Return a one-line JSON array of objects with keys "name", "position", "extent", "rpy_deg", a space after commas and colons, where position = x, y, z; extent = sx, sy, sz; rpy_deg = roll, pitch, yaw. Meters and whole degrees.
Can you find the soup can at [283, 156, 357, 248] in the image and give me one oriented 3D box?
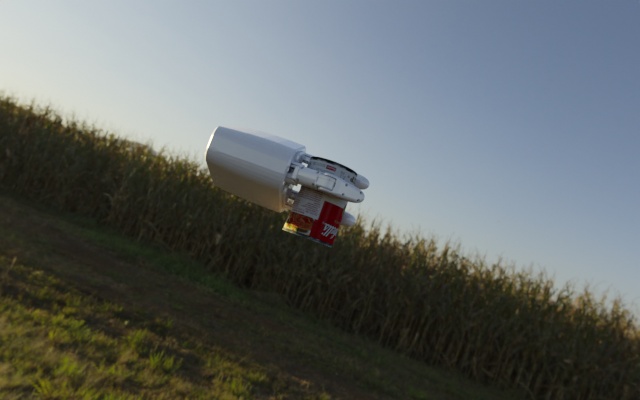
[{"name": "soup can", "position": [0.001, 0.002, 0.619], "extent": [0.068, 0.102, 0.068], "rpy_deg": [20, -5, 2]}]
